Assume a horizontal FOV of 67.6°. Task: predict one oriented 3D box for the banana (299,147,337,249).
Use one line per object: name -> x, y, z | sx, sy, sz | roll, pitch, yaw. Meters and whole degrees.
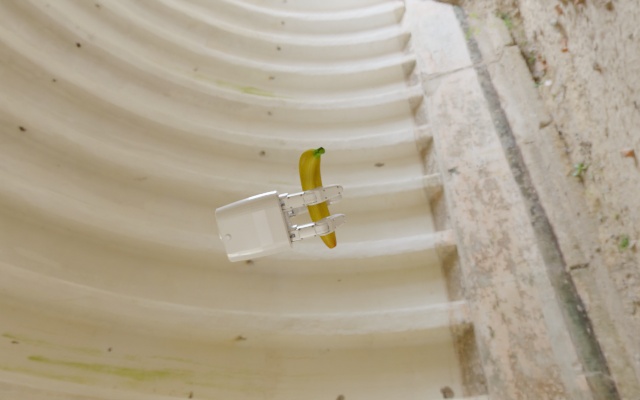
banana -> -0.007, -0.009, 0.806 | 0.037, 0.198, 0.069 | -18, 34, -13
